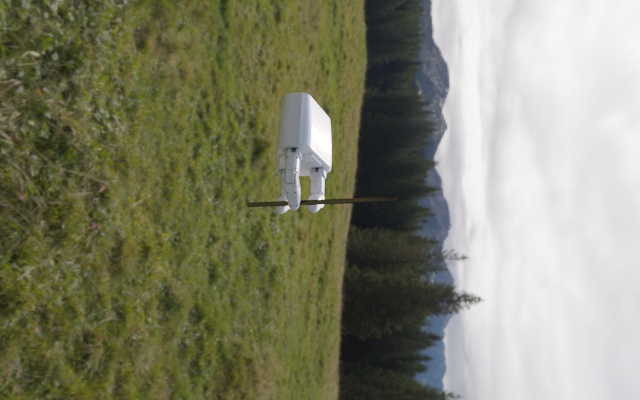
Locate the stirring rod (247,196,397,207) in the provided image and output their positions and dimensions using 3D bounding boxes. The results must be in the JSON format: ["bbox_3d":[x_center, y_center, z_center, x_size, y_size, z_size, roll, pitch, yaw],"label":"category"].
[{"bbox_3d":[0.000,0.002,0.756,0.239,0.011,0.011,-2,0,10],"label":"stirring rod"}]
